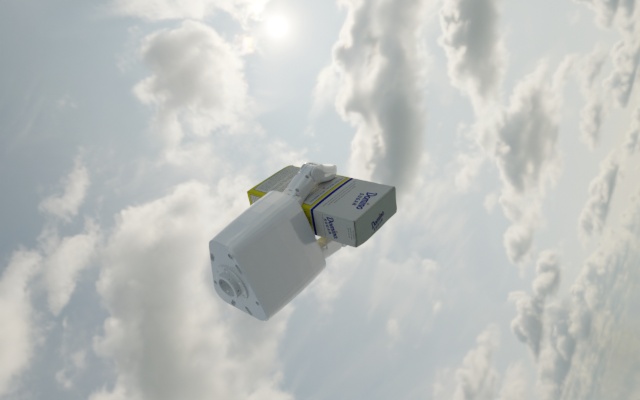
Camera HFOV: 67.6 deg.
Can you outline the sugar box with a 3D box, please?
[{"bbox_3d":[0.000,0.003,0.620,0.176,0.048,0.093,17,39,35],"label":"sugar box"}]
